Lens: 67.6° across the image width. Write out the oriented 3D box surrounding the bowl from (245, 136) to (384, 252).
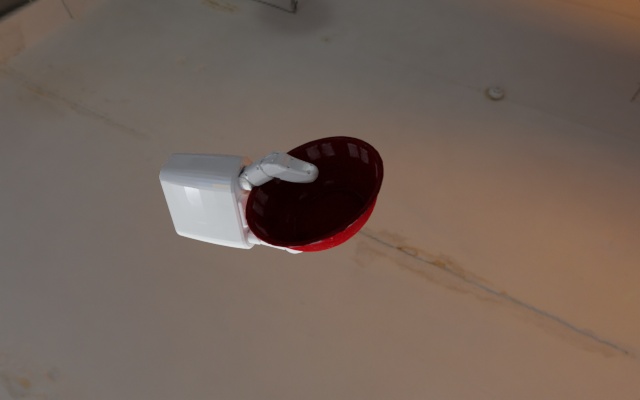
[{"bbox_3d":[0.001,0.002,0.532,0.162,0.162,0.055,0,-41,30],"label":"bowl"}]
